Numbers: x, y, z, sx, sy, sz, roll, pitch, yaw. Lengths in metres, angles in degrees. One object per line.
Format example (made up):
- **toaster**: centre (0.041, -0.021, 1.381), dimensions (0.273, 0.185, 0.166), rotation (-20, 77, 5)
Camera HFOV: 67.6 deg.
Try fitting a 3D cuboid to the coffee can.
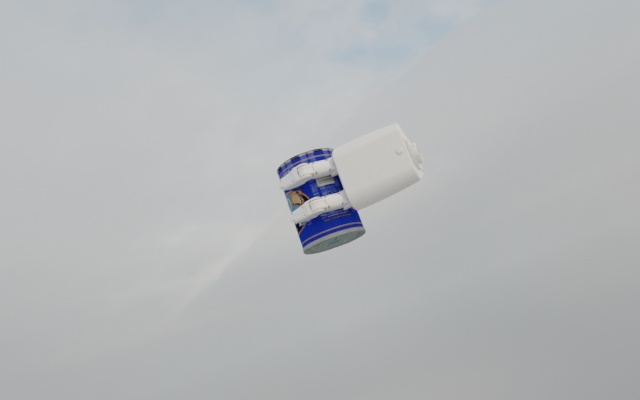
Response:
- **coffee can**: centre (0.000, 0.003, 0.758), dimensions (0.103, 0.140, 0.103), rotation (-18, -14, -5)
